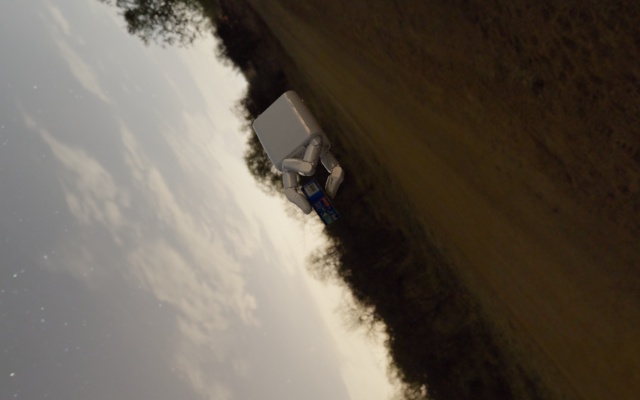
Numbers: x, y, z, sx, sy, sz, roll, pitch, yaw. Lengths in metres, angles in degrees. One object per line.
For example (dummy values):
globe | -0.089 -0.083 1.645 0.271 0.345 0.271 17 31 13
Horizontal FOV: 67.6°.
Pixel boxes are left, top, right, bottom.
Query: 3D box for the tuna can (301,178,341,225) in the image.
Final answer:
tuna can | 0.000 0.003 0.877 0.034 0.086 0.086 -34 -1 1
